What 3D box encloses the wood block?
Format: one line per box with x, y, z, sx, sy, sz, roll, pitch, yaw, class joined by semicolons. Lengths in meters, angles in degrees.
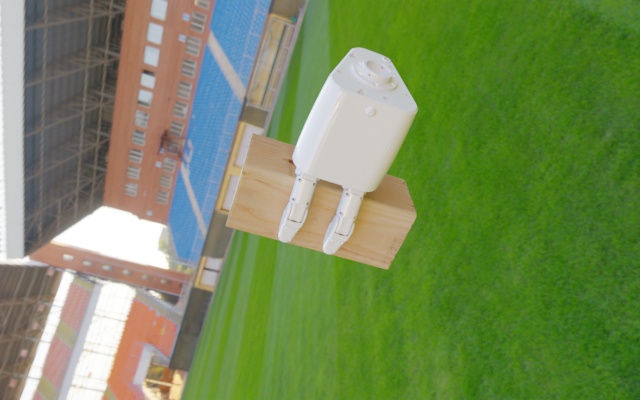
0.000;0.001;0.591;0.206;0.090;0.090;16;29;-11;wood block
